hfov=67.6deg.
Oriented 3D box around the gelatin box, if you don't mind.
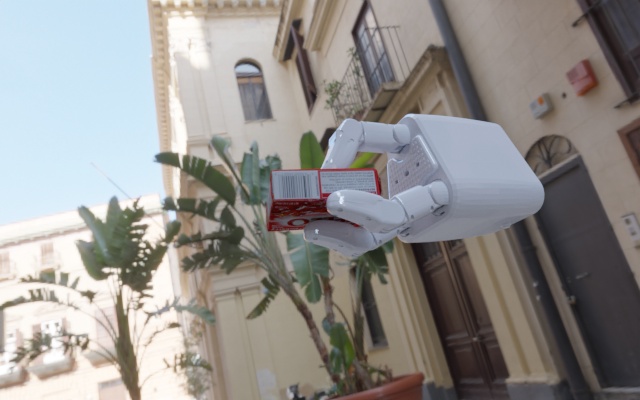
[{"bbox_3d":[0.000,0.001,0.405,0.089,0.030,0.073,-1,-22,-10],"label":"gelatin box"}]
